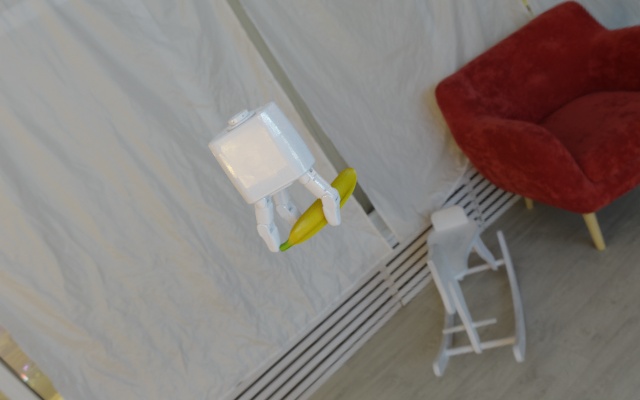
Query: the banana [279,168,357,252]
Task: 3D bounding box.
[{"bbox_3d":[0.009,0.003,0.762,0.197,0.037,0.069,-46,21,-28],"label":"banana"}]
